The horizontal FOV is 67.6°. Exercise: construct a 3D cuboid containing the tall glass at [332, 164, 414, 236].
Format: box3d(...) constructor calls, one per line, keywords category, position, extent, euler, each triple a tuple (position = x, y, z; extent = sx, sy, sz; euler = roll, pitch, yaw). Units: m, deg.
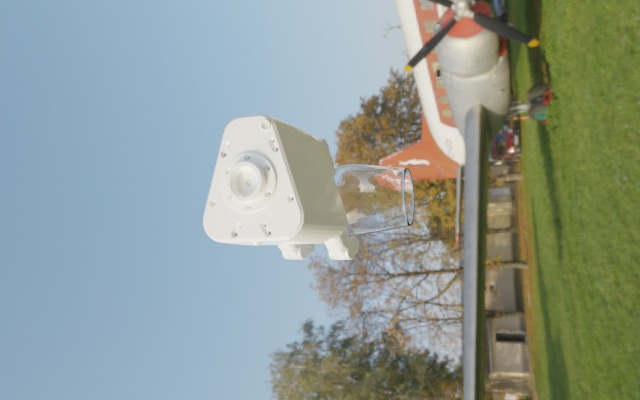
box3d(category="tall glass", position=(-0.001, 0.002, 0.536), extent=(0.201, 0.079, 0.079), euler=(-3, -1, 20))
